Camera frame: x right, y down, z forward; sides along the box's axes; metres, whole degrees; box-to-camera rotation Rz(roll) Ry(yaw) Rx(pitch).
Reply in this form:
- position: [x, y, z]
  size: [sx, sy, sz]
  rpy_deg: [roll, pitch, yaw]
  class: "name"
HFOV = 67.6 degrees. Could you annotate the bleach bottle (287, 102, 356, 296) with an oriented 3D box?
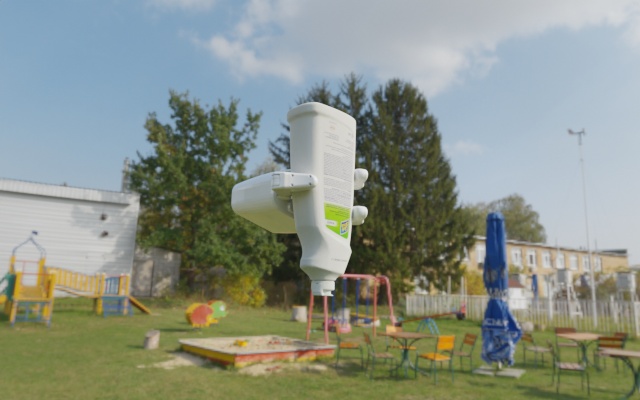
- position: [0.000, 0.002, 0.651]
  size: [0.102, 0.250, 0.068]
  rpy_deg: [12, -15, -43]
  class: "bleach bottle"
